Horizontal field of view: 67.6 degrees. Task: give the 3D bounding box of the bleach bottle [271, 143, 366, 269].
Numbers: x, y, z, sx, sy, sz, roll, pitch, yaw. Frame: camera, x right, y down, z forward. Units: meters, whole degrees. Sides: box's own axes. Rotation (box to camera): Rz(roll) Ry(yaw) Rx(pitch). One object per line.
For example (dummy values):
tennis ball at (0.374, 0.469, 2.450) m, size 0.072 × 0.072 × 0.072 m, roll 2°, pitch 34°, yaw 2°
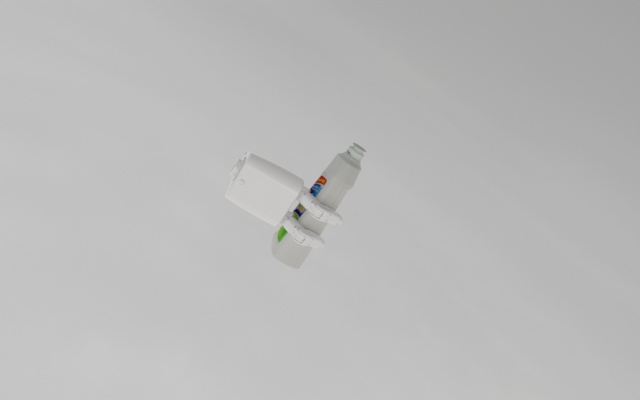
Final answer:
bleach bottle at (0.000, 0.003, 0.871) m, size 0.068 × 0.251 × 0.102 m, roll 30°, pitch 19°, yaw -14°
